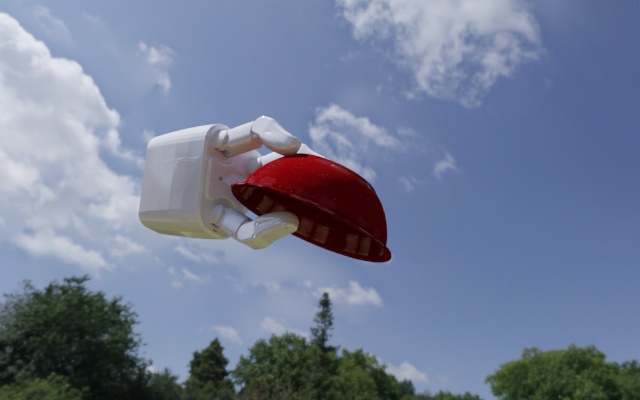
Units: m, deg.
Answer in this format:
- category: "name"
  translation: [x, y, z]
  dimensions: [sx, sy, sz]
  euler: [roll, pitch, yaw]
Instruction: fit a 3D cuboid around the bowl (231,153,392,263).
- category: "bowl"
  translation: [0.001, 0.001, 0.452]
  dimensions: [0.162, 0.055, 0.162]
  euler: [23, -15, 6]
